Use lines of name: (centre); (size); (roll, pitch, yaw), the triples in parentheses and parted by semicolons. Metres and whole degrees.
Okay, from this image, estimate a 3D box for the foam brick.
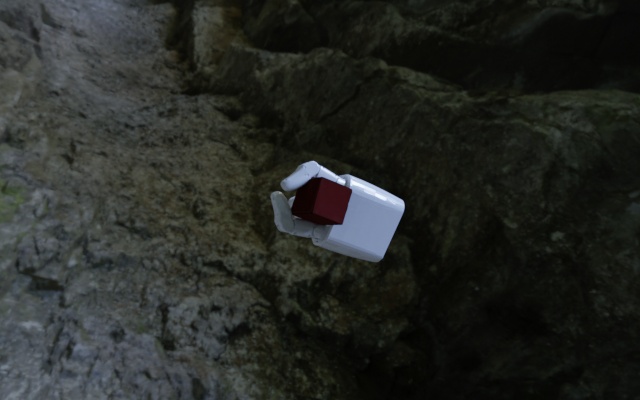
foam brick: (0.000, 0.002, 0.668); (0.051, 0.053, 0.078); (22, -11, -22)
